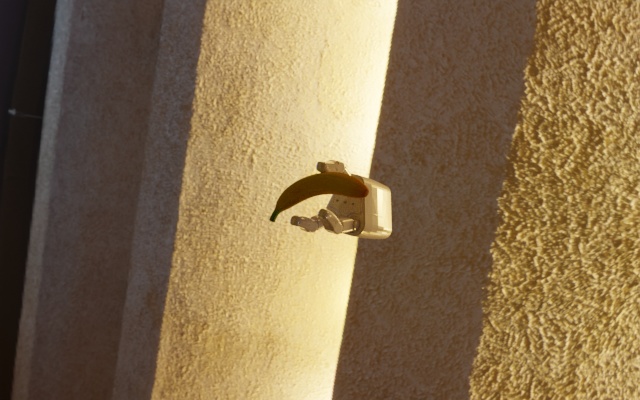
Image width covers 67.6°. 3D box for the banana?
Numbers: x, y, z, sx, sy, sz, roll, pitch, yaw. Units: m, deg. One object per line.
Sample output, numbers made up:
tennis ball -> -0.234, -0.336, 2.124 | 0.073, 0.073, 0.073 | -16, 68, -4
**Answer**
banana -> -0.003, -0.014, 0.798 | 0.198, 0.069, 0.037 | -17, -25, 34
